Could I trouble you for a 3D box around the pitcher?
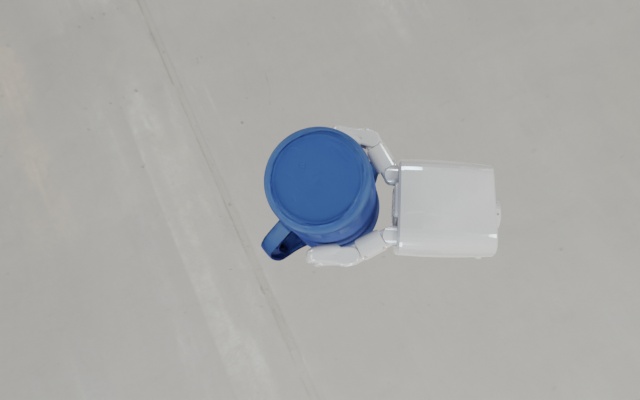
[{"bbox_3d":[0.000,0.002,0.575,0.145,0.149,0.243,4,-7,6],"label":"pitcher"}]
